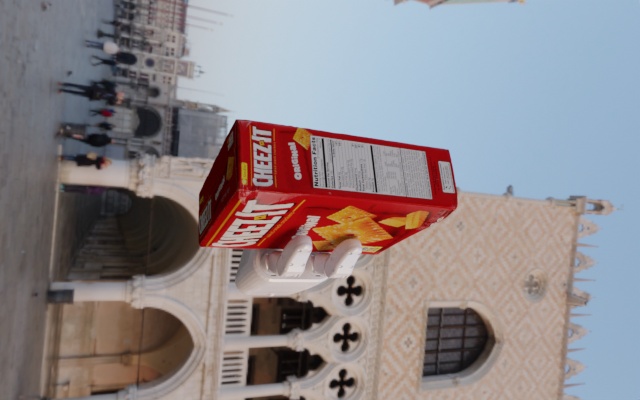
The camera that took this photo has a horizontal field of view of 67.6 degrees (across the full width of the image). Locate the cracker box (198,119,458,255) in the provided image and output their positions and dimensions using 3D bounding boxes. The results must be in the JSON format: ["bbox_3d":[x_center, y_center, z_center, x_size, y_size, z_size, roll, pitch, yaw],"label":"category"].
[{"bbox_3d":[0.000,0.001,0.477,0.214,0.072,0.164,4,-23,-23],"label":"cracker box"}]
